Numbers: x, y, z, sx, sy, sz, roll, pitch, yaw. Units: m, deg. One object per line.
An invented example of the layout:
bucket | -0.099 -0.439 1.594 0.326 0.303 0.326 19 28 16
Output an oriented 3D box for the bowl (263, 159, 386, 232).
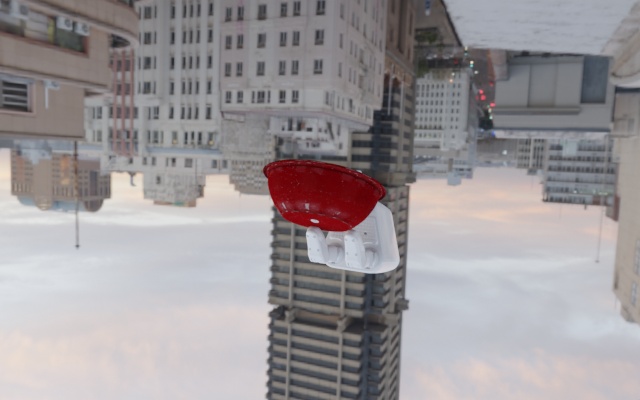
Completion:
bowl | -0.001 0.002 0.611 0.162 0.055 0.162 11 -15 3
